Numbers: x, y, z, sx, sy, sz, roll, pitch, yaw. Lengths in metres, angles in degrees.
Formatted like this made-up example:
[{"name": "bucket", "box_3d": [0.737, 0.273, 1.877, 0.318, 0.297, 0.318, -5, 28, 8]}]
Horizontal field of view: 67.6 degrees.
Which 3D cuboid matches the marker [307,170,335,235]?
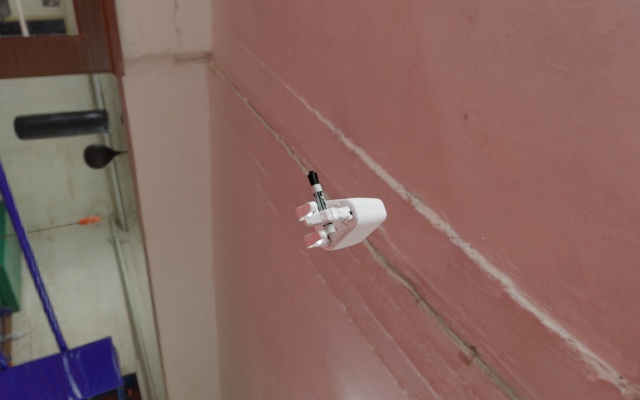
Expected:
[{"name": "marker", "box_3d": [0.000, 0.003, 0.868, 0.020, 0.121, 0.020, -17, -11, -3]}]
